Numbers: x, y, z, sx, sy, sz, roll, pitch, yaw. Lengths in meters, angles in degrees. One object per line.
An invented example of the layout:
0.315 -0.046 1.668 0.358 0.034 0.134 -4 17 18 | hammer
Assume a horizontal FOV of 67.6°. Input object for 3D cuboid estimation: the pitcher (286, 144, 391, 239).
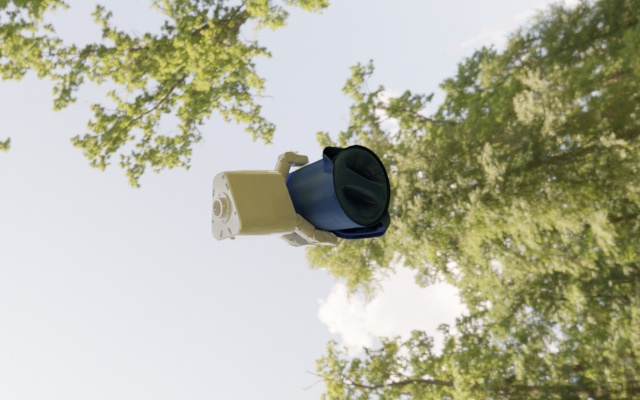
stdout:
0.000 0.003 0.846 0.145 0.149 0.243 -1 -9 -41 | pitcher
